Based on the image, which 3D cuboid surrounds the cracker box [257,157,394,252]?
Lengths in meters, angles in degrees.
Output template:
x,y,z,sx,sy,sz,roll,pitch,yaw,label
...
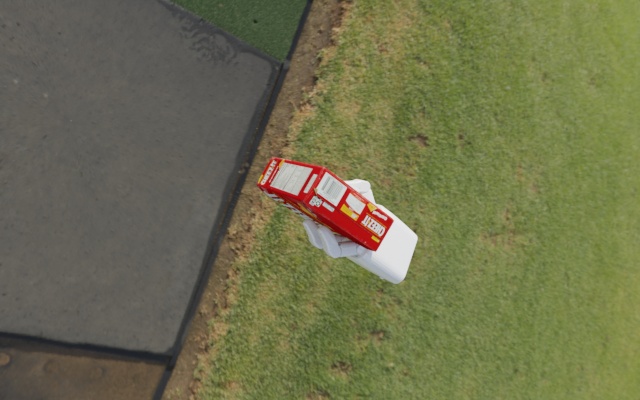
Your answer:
x,y,z,sx,sy,sz,roll,pitch,yaw,label
0.000,0.003,0.833,0.164,0.072,0.213,35,-8,-28,cracker box
